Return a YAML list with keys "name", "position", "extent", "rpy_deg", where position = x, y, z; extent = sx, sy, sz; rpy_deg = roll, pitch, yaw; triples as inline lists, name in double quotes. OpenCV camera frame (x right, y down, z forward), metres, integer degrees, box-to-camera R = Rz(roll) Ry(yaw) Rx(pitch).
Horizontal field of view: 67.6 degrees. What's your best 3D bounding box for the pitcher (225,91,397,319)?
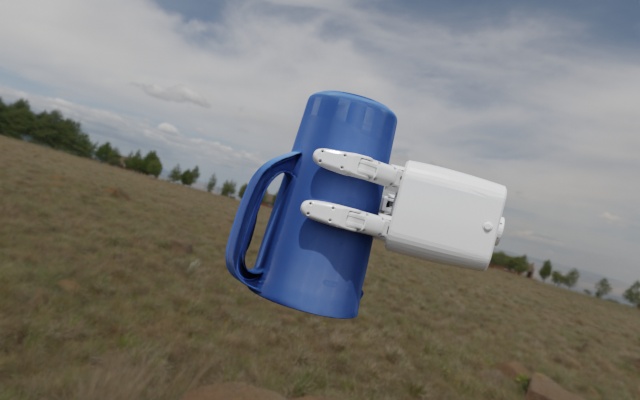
- name: "pitcher"
  position: [0.000, 0.002, 0.548]
  extent: [0.145, 0.243, 0.149]
  rpy_deg: [14, -1, 13]
